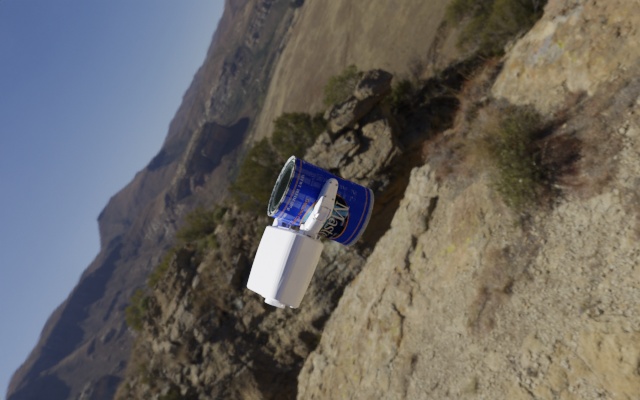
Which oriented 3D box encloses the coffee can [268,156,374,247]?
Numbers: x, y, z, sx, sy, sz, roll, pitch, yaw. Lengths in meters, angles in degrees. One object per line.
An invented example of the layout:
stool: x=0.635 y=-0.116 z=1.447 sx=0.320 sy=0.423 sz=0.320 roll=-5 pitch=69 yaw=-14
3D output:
coffee can: x=0.000 y=0.002 z=0.766 sx=0.140 sy=0.103 sz=0.103 roll=22 pitch=-6 yaw=-15
